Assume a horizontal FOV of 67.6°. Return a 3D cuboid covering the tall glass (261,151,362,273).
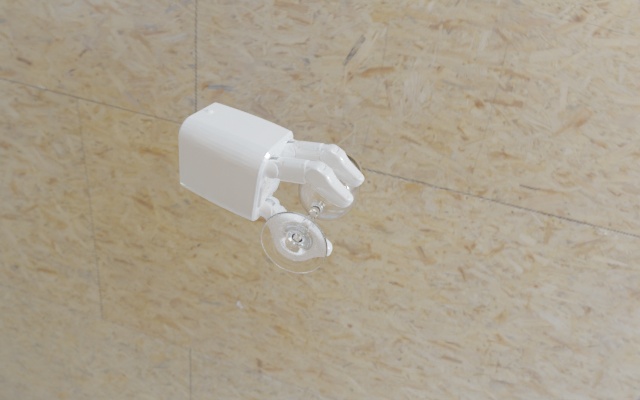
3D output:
[{"bbox_3d":[0.000,0.002,0.583,0.079,0.079,0.201,0,26,19],"label":"tall glass"}]
